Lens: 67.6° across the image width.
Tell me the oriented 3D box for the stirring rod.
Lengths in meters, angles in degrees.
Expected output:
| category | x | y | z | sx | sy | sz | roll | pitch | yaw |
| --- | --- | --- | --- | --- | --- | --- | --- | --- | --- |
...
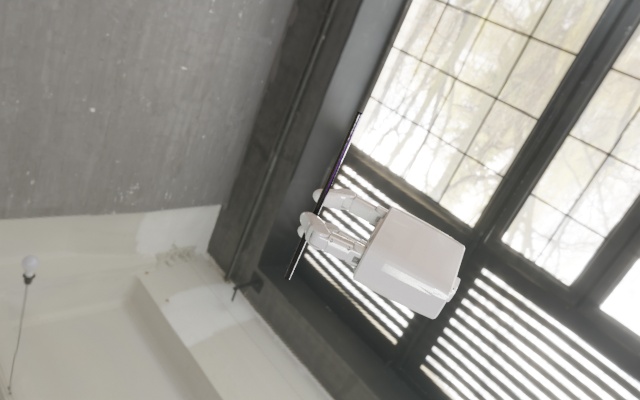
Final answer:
| category | x | y | z | sx | sy | sz | roll | pitch | yaw |
| --- | --- | --- | --- | --- | --- | --- | --- | --- | --- |
| stirring rod | 0.000 | 0.002 | 0.590 | 0.011 | 0.240 | 0.011 | 20 | 23 | -9 |
